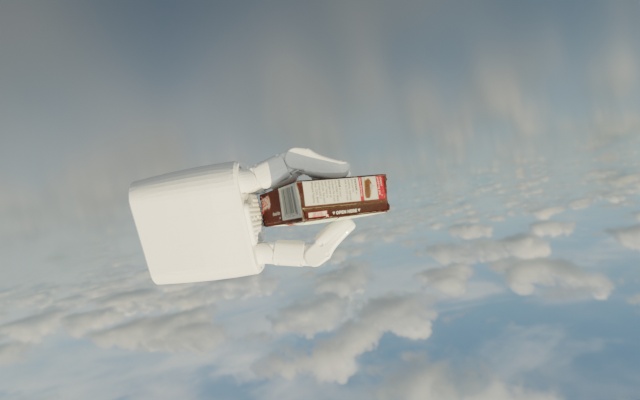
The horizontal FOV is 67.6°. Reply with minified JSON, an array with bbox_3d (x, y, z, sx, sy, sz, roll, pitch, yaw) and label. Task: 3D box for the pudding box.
[{"bbox_3d":[0.000,0.002,0.464,0.090,0.039,0.113,-7,-1,-24],"label":"pudding box"}]
